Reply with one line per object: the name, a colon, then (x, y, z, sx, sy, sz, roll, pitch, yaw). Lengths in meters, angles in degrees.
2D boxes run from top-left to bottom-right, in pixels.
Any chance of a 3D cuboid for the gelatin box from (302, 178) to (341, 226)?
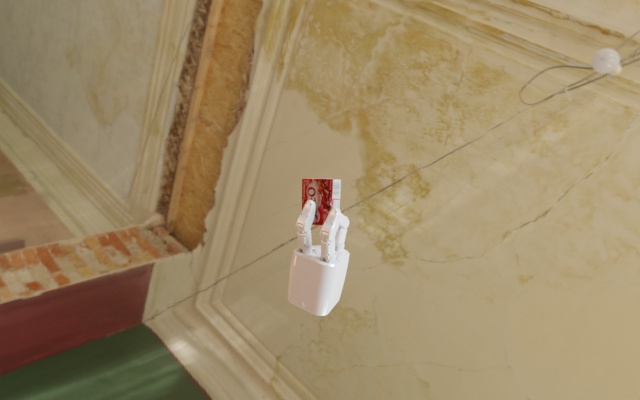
gelatin box: (0.000, 0.003, 0.900, 0.073, 0.089, 0.030, 2, 2, 37)
